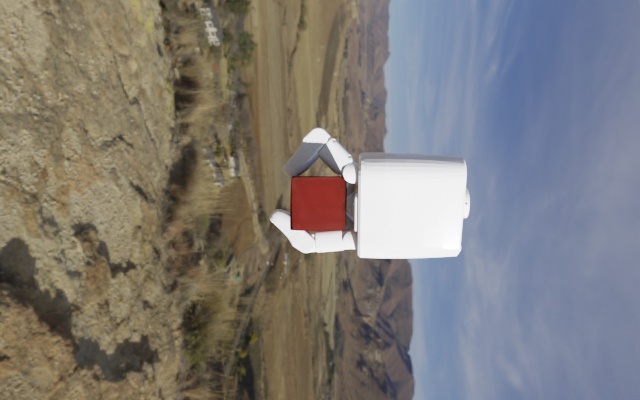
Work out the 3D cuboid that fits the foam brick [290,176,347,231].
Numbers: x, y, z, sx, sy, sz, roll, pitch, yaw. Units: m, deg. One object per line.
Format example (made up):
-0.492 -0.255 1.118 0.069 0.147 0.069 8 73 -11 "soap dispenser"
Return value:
0.000 0.002 0.485 0.051 0.053 0.078 1 3 5 "foam brick"
